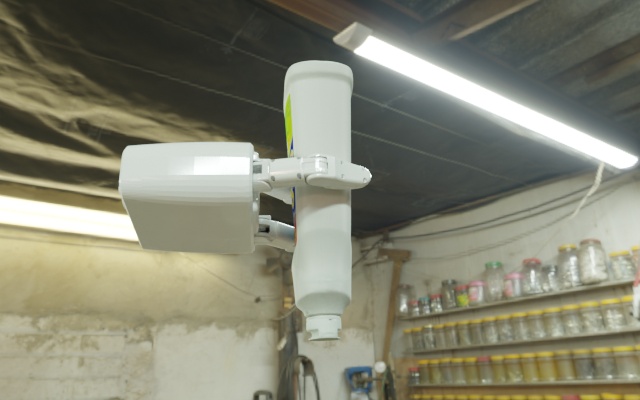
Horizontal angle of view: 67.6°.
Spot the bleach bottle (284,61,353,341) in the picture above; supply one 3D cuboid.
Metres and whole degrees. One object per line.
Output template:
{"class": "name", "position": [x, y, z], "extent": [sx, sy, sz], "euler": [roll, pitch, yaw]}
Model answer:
{"class": "bleach bottle", "position": [0.000, 0.001, 0.453], "extent": [0.068, 0.250, 0.103], "euler": [0, -21, -6]}
